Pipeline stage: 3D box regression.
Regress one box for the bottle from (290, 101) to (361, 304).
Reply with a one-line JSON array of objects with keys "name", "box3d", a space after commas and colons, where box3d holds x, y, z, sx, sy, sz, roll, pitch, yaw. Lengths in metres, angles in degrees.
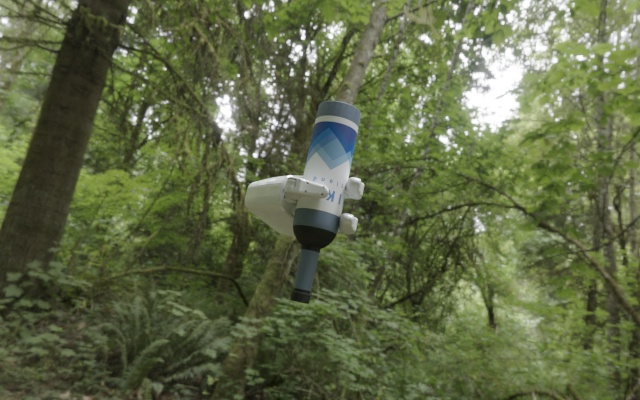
[{"name": "bottle", "box3d": [0.000, 0.002, 0.703, 0.069, 0.295, 0.069, 11, -12, 2]}]
